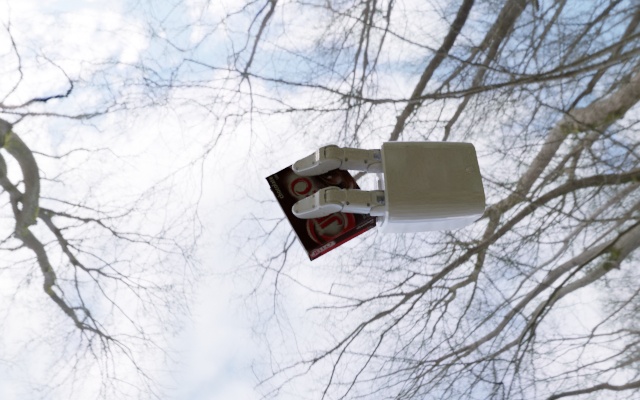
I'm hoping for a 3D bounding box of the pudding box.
[{"bbox_3d":[0.000,0.002,0.558,0.090,0.113,0.039,-28,-28,-10],"label":"pudding box"}]
